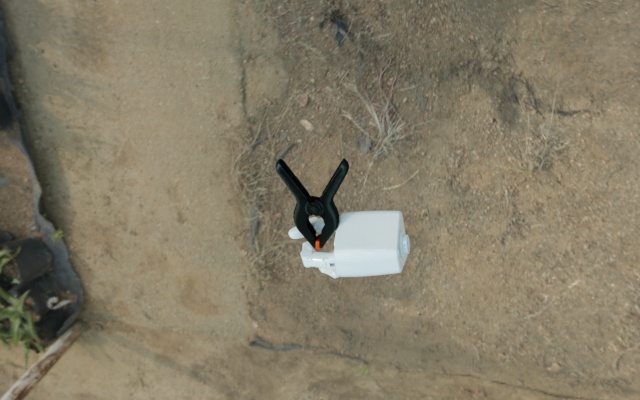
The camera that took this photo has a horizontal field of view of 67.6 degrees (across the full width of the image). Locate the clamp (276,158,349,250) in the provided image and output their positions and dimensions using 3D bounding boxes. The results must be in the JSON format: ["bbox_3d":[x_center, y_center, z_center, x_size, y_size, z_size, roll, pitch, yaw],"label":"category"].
[{"bbox_3d":[0.000,0.003,0.803,0.120,0.171,0.039,-5,28,19],"label":"clamp"}]
